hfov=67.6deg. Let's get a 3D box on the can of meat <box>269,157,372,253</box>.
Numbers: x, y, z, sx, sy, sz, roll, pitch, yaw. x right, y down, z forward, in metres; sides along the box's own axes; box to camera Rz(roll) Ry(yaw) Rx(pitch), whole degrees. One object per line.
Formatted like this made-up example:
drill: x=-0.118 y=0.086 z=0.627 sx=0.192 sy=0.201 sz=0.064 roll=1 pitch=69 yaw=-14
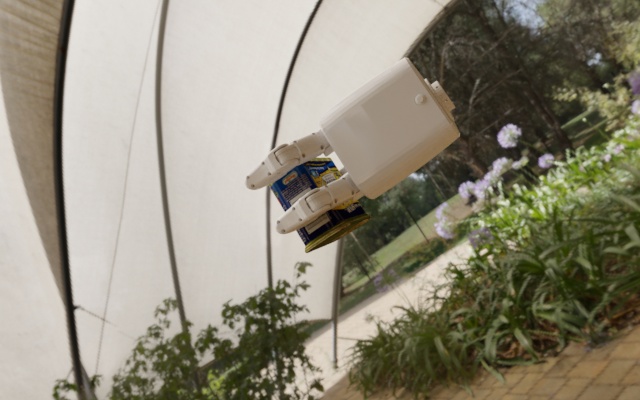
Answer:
can of meat: x=0.000 y=0.001 z=0.516 sx=0.057 sy=0.084 sz=0.102 roll=-35 pitch=-9 yaw=22
